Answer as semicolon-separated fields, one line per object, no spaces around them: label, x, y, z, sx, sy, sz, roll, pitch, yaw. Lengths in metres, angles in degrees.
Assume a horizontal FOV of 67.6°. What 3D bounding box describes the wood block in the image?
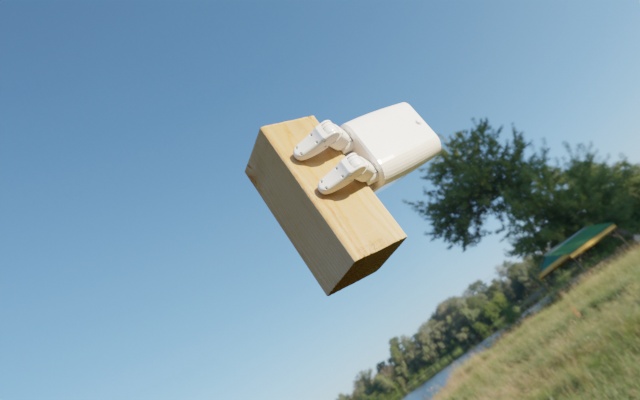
wood block;0.000;0.002;0.608;0.090;0.206;0.091;-20;-26;-35
